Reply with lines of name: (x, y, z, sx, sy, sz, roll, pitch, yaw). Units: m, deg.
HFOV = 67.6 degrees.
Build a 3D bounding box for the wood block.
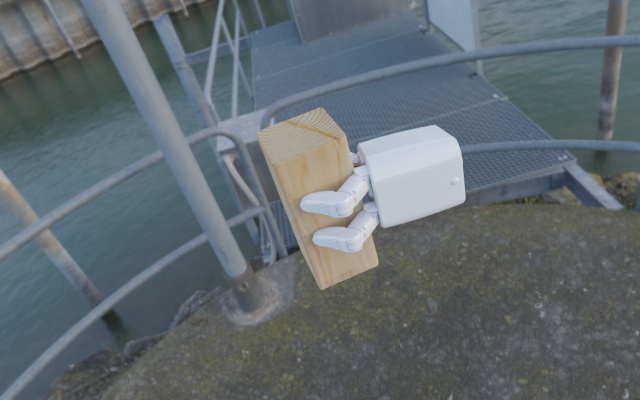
wood block: (0.000, 0.002, 0.610, 0.090, 0.206, 0.090, -23, 36, -6)
